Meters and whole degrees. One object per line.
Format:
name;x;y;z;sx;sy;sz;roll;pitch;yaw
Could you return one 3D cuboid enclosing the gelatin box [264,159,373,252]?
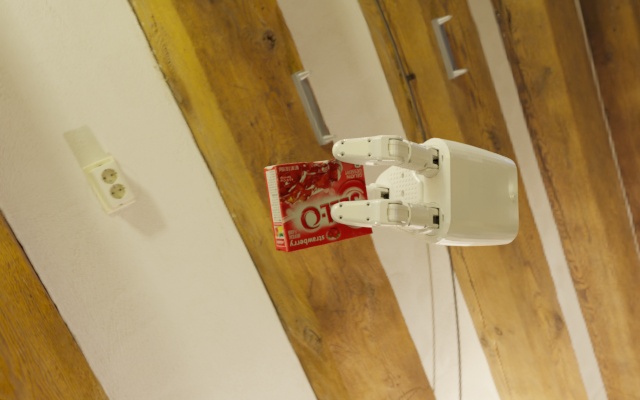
gelatin box;0.000;0.001;0.420;0.089;0.073;0.030;-9;2;-29
